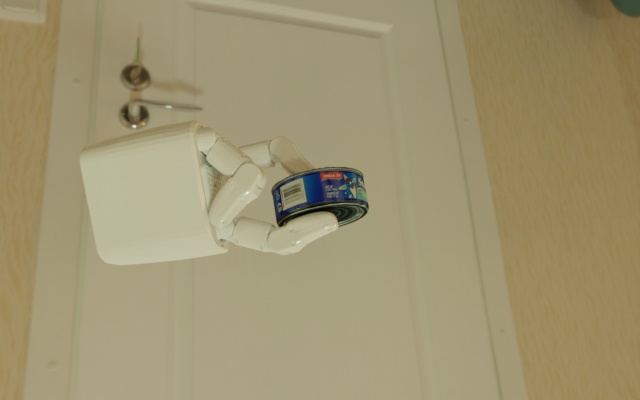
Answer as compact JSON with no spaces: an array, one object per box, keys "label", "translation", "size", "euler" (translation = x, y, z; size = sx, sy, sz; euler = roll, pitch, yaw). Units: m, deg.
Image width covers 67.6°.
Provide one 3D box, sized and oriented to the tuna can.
[{"label":"tuna can","translation":[0.000,0.002,0.432],"size":[0.086,0.033,0.086],"euler":[-9,-18,-3]}]
